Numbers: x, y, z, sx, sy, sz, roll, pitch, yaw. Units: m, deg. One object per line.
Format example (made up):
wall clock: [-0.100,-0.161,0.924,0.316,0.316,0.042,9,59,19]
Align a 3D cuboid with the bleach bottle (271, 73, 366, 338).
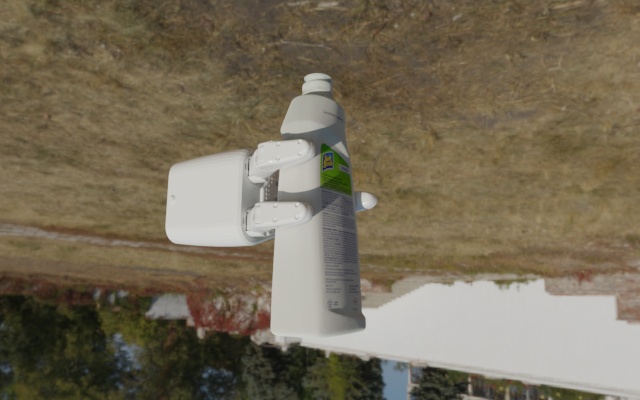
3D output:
bleach bottle: [0.000,0.002,0.470,0.068,0.250,0.102,-5,-11,30]
